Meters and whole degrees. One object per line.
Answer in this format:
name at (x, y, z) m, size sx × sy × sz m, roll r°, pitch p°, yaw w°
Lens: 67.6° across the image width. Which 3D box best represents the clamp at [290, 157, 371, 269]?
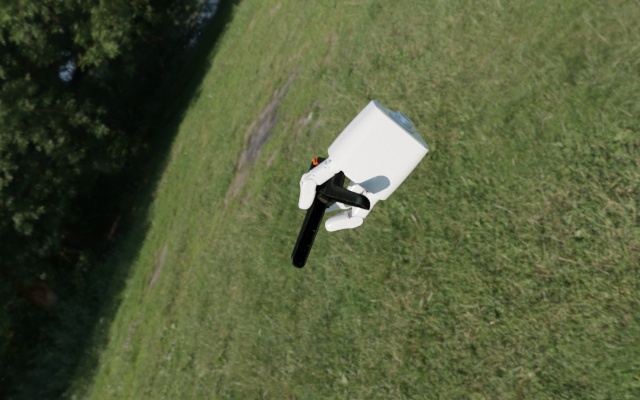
clamp at (0.000, 0.002, 0.780) m, size 0.036 × 0.164 × 0.209 m, roll 34°, pitch 22°, yaw -28°
